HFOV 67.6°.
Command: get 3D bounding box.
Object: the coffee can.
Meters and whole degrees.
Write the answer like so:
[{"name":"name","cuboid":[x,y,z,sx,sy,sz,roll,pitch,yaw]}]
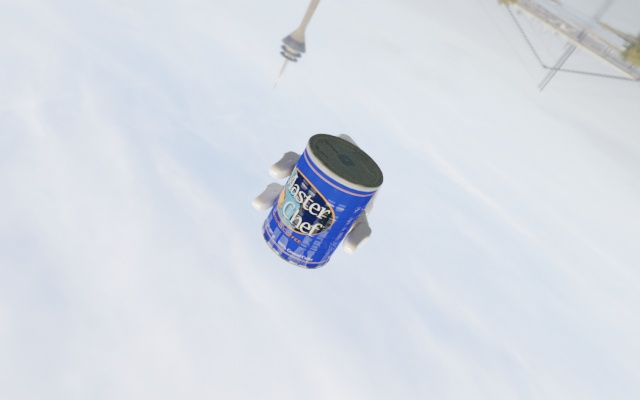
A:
[{"name":"coffee can","cuboid":[0.000,0.002,0.603,0.103,0.140,0.102,23,31,-15]}]
